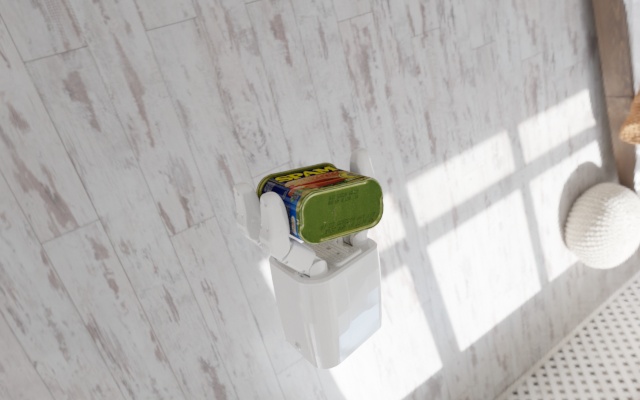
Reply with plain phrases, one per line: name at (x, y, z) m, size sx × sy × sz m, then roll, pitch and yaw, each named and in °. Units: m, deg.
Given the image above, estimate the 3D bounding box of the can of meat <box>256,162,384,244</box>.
can of meat at (0.000, 0.002, 0.477) m, size 0.102 × 0.057 × 0.084 m, roll -14°, pitch 20°, yaw -29°
